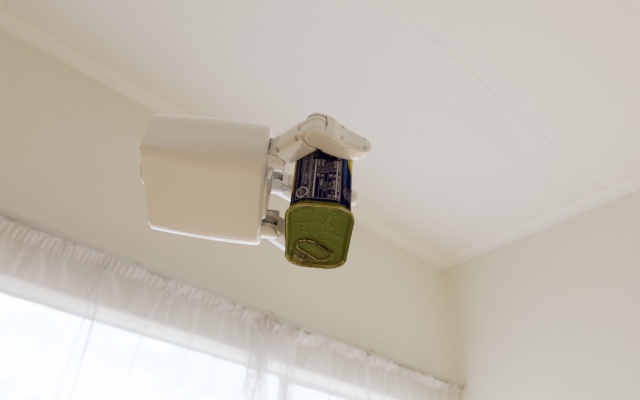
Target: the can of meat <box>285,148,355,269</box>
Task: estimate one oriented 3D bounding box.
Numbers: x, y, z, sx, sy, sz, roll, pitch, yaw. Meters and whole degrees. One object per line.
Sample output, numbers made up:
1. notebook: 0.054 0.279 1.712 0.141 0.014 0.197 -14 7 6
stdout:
1. can of meat: 0.000 0.001 0.438 0.057 0.084 0.102 5 -36 0
